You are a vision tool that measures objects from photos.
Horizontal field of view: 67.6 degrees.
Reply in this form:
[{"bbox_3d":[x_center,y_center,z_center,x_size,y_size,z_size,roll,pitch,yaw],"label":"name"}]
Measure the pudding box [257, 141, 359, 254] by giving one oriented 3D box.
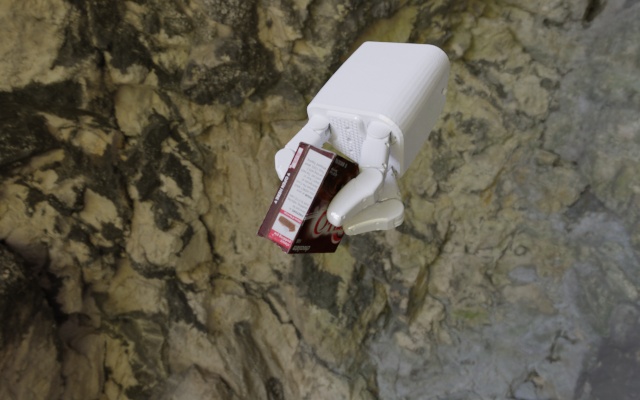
[{"bbox_3d":[0.000,0.001,0.431,0.039,0.090,0.113,27,6,24],"label":"pudding box"}]
